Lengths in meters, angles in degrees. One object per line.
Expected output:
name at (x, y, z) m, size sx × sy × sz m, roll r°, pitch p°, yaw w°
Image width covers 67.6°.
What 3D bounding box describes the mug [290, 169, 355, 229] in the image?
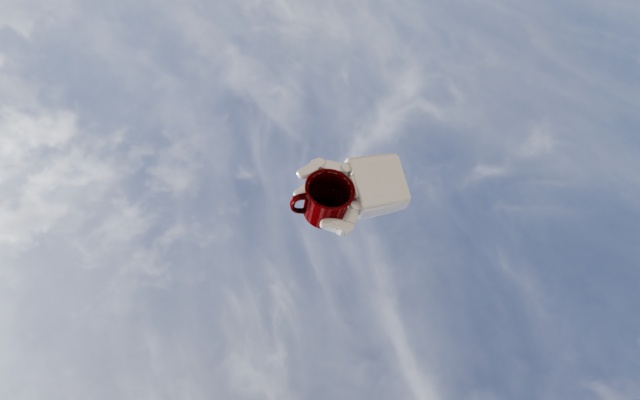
mug at (-0.001, 0.003, 0.894) m, size 0.117 × 0.093 × 0.082 m, roll -9°, pitch -33°, yaw -17°
